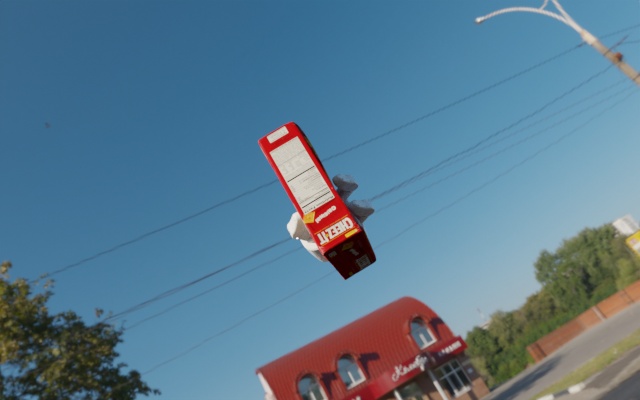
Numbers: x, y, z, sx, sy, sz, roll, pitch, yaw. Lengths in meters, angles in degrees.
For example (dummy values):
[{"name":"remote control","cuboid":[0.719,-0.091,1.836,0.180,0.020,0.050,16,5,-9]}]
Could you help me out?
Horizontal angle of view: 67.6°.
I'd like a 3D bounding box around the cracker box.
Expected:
[{"name":"cracker box","cuboid":[0.000,0.002,0.748,0.072,0.213,0.164,-32,-25,1]}]
